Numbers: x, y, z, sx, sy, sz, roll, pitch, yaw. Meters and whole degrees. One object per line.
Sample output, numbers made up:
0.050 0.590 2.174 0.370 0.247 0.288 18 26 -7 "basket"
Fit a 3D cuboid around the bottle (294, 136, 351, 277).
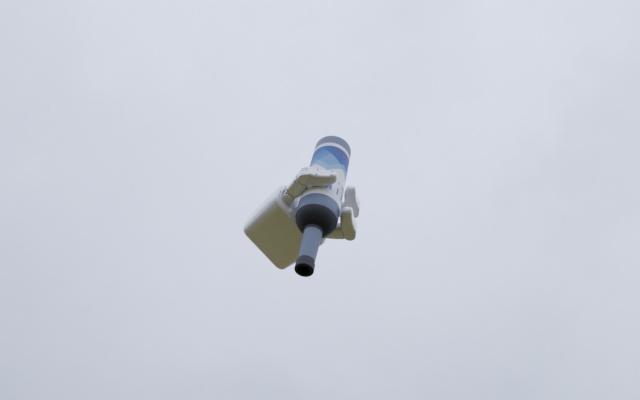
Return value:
0.000 0.002 0.761 0.069 0.069 0.295 0 39 12 "bottle"
